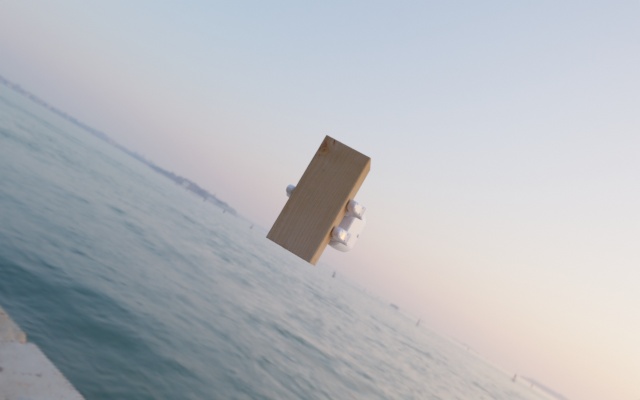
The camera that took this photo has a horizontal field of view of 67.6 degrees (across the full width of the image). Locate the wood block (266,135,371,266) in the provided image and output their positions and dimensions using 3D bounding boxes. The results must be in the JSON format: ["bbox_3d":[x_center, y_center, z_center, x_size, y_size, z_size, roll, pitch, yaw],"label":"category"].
[{"bbox_3d":[0.000,0.003,0.849,0.091,0.206,0.090,29,-7,10],"label":"wood block"}]
